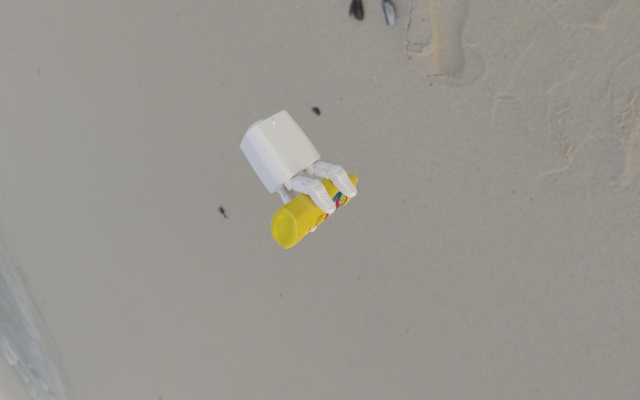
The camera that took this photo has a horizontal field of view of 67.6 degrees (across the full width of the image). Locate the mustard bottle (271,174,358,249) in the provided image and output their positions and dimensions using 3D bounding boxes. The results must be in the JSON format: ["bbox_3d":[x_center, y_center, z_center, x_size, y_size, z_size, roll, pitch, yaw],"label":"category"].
[{"bbox_3d":[0.000,0.003,0.836,0.191,0.058,0.096,-36,-20,-36],"label":"mustard bottle"}]
